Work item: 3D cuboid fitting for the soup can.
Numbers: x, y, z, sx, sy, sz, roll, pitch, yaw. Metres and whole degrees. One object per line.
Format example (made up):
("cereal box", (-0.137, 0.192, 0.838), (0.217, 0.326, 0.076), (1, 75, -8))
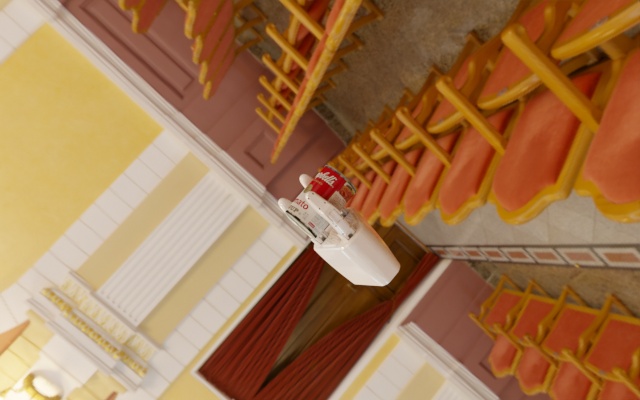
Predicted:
("soup can", (0.000, 0.002, 0.772), (0.068, 0.102, 0.068), (40, -9, 8))
